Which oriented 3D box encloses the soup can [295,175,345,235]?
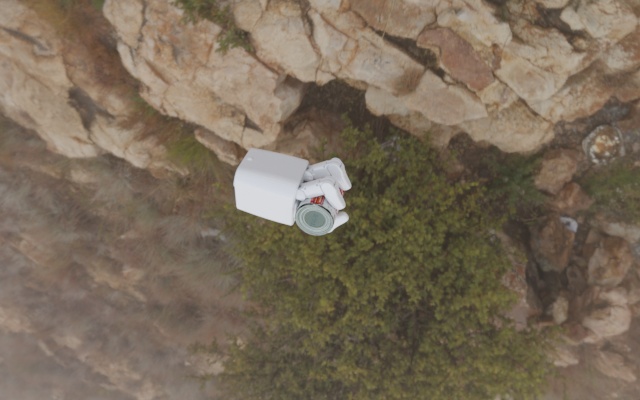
[{"bbox_3d":[0.001,0.003,0.820,0.068,0.068,0.102,0,36,16],"label":"soup can"}]
